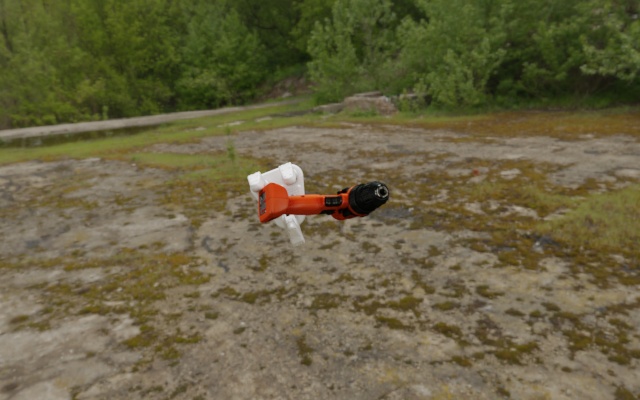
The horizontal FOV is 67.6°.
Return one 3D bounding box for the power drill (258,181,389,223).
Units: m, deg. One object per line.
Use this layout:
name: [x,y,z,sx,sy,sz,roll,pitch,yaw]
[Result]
power drill: [0.000,0.003,0.787,0.187,0.057,0.184,1,-12,-19]
